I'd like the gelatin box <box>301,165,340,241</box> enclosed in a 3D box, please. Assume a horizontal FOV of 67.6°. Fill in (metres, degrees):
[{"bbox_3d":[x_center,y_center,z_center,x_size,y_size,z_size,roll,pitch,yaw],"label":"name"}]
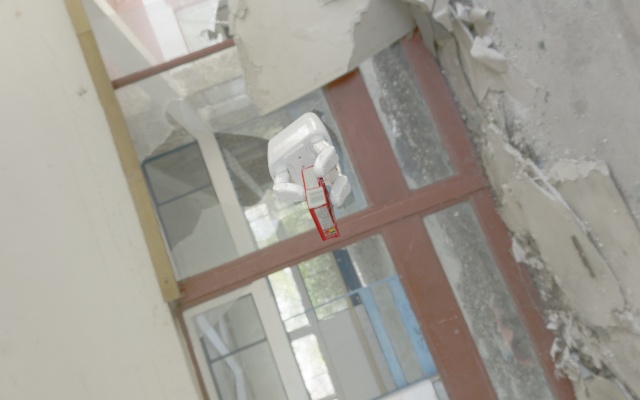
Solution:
[{"bbox_3d":[0.000,0.003,0.700,0.030,0.089,0.073,-17,-46,5],"label":"gelatin box"}]
